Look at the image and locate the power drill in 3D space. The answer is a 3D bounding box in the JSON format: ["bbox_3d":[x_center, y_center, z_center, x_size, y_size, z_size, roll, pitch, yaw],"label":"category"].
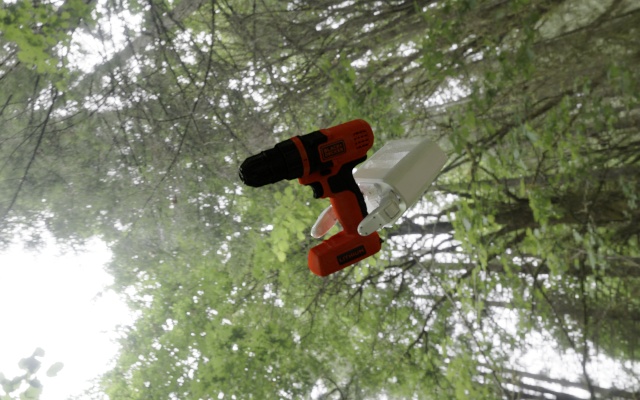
[{"bbox_3d":[0.000,0.002,0.629,0.184,0.188,0.057,-21,22,-17],"label":"power drill"}]
